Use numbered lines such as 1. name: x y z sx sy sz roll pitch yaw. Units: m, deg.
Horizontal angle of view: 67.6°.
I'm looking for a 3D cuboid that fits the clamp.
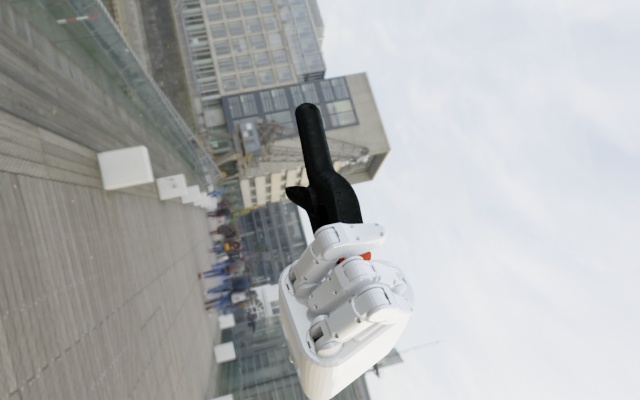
1. clamp: 0.001 0.001 0.465 0.039 0.171 0.120 -9 -37 -14
